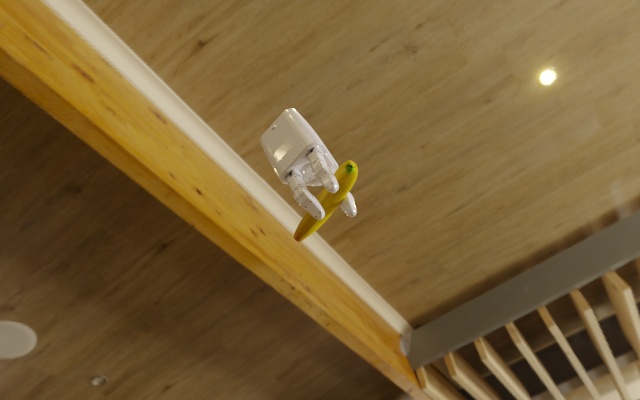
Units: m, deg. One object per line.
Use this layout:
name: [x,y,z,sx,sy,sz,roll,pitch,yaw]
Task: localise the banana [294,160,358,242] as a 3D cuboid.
banana: [0.013,-0.005,0.814,0.069,0.037,0.198,-26,-24,-48]
